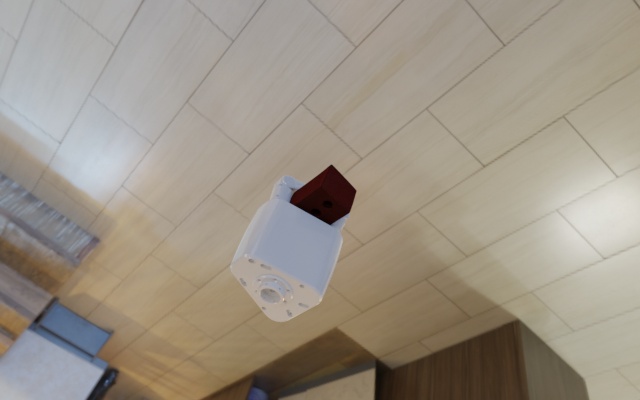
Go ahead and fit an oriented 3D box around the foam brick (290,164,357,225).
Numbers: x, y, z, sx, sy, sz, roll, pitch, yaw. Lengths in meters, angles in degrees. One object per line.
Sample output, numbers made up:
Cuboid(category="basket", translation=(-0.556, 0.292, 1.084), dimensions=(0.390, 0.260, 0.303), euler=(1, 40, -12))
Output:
Cuboid(category="foam brick", translation=(0.000, 0.002, 0.629), dimensions=(0.078, 0.053, 0.051), euler=(-36, 19, 34))
